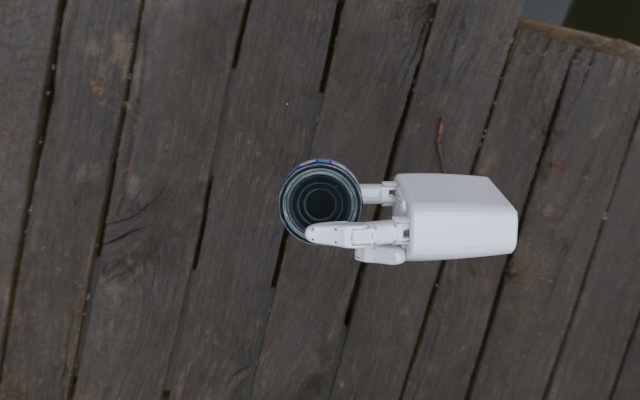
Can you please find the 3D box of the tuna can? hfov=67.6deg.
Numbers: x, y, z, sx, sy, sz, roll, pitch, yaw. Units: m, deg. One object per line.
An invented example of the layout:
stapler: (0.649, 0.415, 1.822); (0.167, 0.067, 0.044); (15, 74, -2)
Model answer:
tuna can: (0.000, 0.002, 0.483); (0.086, 0.086, 0.033); (0, 12, 2)
